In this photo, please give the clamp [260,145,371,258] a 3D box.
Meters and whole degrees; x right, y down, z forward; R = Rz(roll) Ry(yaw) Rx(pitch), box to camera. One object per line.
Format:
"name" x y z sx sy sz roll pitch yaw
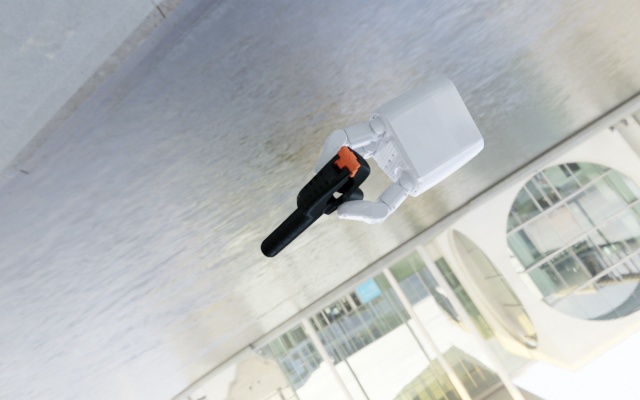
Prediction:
"clamp" 0.001 0.002 0.563 0.164 0.036 0.210 -33 -11 -15
